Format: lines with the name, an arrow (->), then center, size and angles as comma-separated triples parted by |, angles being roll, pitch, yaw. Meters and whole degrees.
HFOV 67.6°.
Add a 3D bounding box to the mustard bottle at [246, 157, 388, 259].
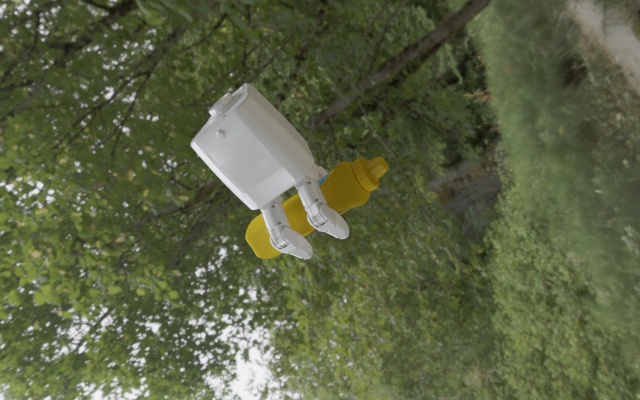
mustard bottle -> 0.000, 0.002, 0.596 | 0.192, 0.058, 0.096 | -32, 1, 24
